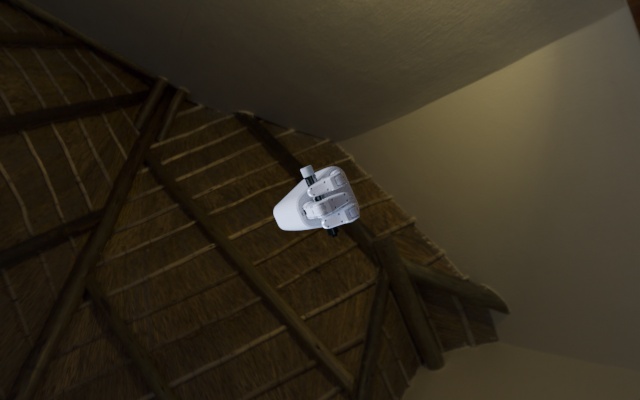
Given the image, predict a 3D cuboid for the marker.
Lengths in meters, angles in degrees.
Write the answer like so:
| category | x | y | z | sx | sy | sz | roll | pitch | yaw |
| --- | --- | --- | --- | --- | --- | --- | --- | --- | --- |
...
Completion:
| category | x | y | z | sx | sy | sz | roll | pitch | yaw |
| --- | --- | --- | --- | --- | --- | --- | --- | --- | --- |
| marker | 0.000 | 0.002 | 0.759 | 0.020 | 0.121 | 0.020 | -23 | 5 | 2 |
